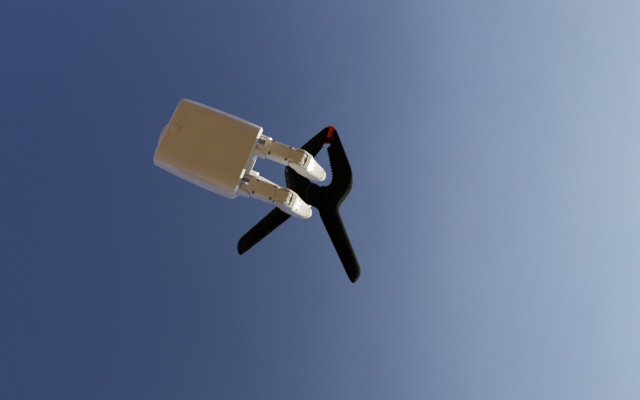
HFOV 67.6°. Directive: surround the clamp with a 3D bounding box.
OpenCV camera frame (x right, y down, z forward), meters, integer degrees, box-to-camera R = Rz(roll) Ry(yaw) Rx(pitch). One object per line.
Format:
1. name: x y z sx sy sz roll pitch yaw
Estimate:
1. clamp: 0.000 0.002 0.647 0.164 0.210 0.036 22 -17 -7
